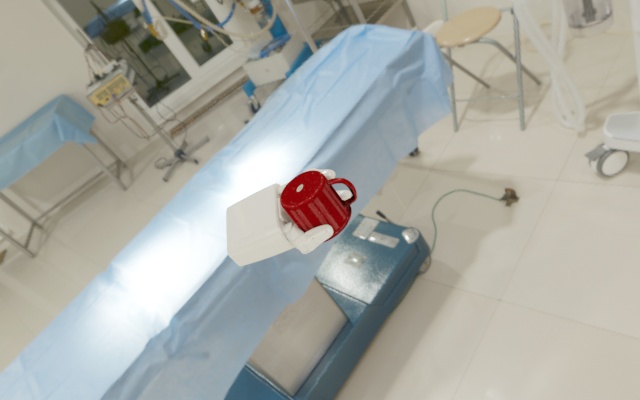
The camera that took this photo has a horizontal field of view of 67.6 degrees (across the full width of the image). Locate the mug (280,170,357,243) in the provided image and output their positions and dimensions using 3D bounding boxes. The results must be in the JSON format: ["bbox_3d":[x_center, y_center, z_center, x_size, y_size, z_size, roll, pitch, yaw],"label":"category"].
[{"bbox_3d":[0.001,0.002,0.747,0.117,0.081,0.093,-24,36,18],"label":"mug"}]
